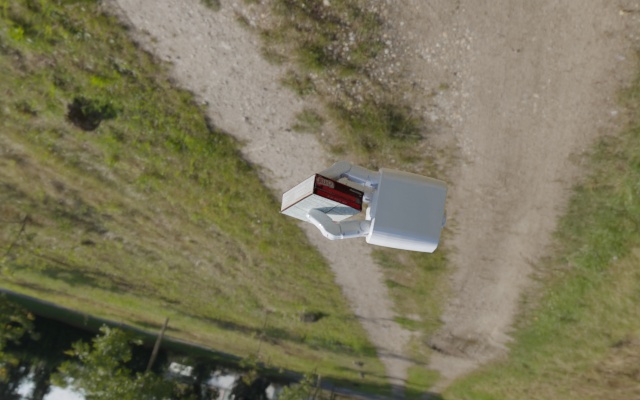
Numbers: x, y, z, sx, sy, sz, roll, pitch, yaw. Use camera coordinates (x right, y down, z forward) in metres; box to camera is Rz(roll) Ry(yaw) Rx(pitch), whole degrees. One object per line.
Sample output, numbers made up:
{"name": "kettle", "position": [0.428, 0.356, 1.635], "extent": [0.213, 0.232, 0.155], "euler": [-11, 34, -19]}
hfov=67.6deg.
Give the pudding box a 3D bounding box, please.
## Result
{"name": "pudding box", "position": [0.000, 0.003, 0.751], "extent": [0.090, 0.039, 0.113], "euler": [21, -28, -26]}
